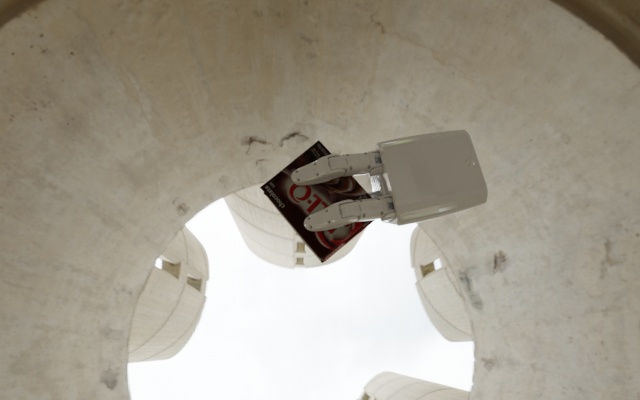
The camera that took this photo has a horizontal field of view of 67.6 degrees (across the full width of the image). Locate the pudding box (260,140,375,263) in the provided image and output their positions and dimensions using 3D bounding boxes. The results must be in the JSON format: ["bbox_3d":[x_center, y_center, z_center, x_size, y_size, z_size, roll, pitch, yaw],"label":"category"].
[{"bbox_3d":[0.000,0.002,0.554,0.090,0.113,0.039,-40,-13,-10],"label":"pudding box"}]
